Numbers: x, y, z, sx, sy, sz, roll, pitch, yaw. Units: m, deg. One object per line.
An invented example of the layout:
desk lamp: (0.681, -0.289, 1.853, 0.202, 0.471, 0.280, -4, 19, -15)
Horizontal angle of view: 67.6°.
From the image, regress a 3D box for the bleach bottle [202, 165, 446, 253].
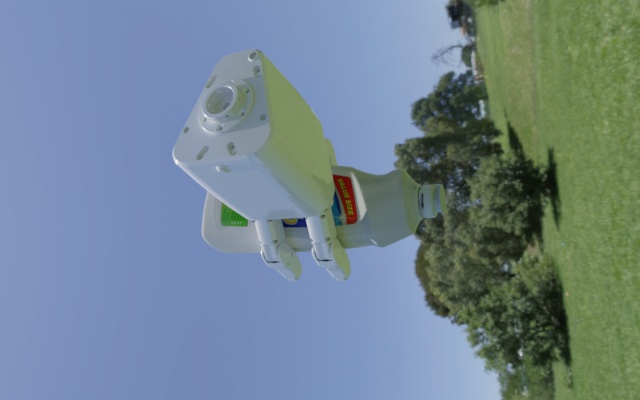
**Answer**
bleach bottle: (0.000, 0.002, 0.494, 0.251, 0.102, 0.068, -5, -26, 25)
